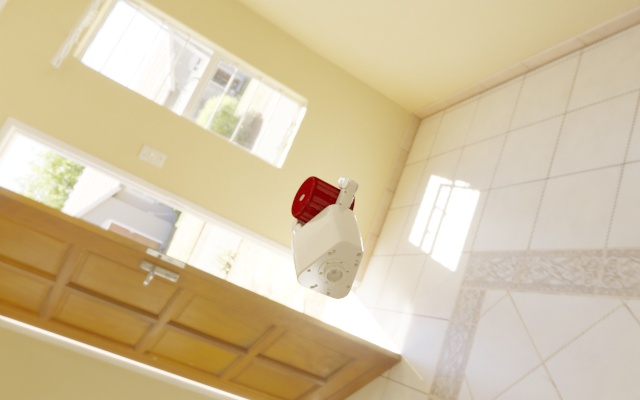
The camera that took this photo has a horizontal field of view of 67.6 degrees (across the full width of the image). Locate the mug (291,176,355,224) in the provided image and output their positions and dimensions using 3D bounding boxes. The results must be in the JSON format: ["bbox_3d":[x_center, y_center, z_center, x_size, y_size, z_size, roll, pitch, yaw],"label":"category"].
[{"bbox_3d":[0.000,0.002,0.854,0.081,0.093,0.117,27,23,-20],"label":"mug"}]
